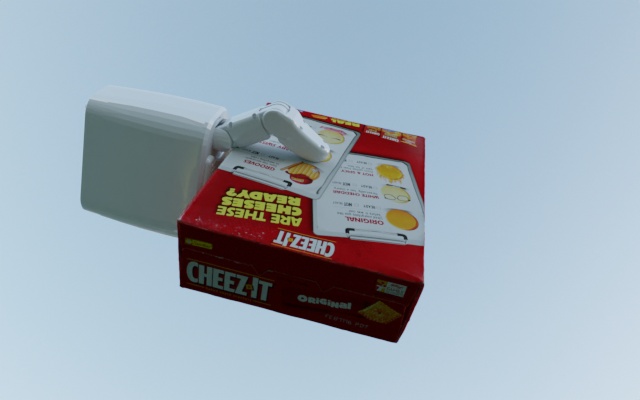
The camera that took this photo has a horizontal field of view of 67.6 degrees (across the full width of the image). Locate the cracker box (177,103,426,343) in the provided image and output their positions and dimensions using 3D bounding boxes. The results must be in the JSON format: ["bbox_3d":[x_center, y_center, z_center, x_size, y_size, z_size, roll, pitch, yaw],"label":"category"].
[{"bbox_3d":[0.000,0.001,0.403,0.164,0.072,0.213,14,35,4],"label":"cracker box"}]
